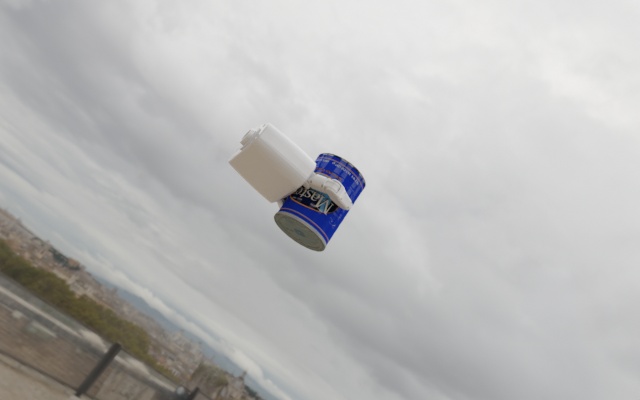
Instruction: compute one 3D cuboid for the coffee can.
[{"bbox_3d":[0.000,0.003,0.830,0.103,0.140,0.103,29,-23,14],"label":"coffee can"}]
